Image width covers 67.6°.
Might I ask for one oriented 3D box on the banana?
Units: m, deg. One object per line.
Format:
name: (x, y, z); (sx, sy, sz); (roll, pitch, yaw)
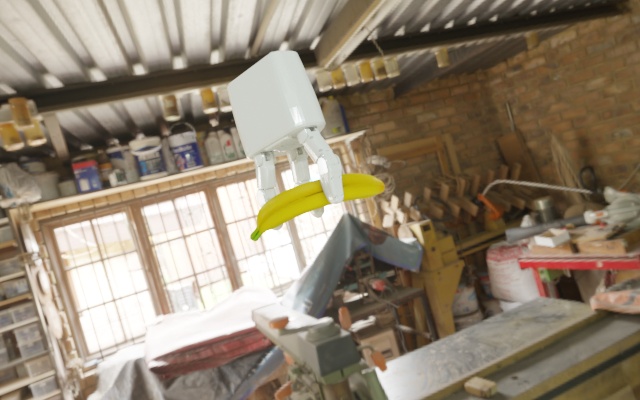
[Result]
banana: (-0.001, -0.003, 0.618); (0.198, 0.037, 0.070); (-19, -17, -14)
